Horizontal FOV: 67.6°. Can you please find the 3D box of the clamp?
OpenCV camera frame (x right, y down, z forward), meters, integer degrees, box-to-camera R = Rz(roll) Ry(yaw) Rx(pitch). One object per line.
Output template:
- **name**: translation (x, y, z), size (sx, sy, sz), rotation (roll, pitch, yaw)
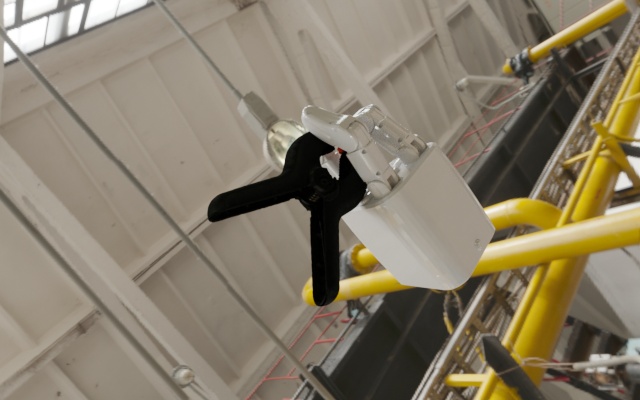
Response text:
- **clamp**: translation (0.000, 0.001, 0.405), size (0.171, 0.120, 0.039), rotation (-46, 11, -36)
